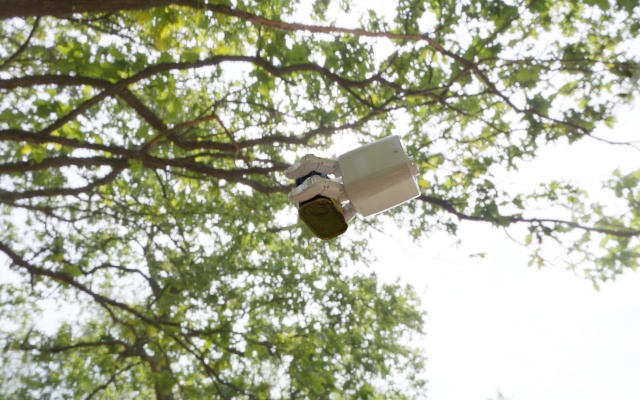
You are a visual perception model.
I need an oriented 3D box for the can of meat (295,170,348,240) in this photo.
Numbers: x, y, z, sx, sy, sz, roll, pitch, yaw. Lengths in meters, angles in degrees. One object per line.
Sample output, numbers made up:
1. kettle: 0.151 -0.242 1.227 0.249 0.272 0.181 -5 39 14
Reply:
1. can of meat: 0.000 0.002 0.800 0.057 0.083 0.102 -23 -43 15
